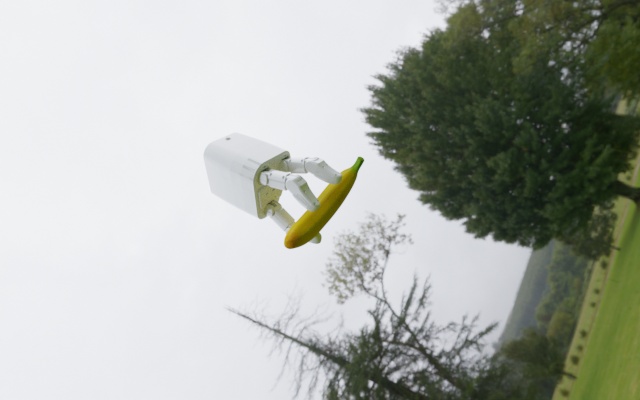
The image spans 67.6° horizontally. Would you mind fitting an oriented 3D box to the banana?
[{"bbox_3d":[0.001,0.011,0.737,0.037,0.197,0.070,29,-30,17],"label":"banana"}]
